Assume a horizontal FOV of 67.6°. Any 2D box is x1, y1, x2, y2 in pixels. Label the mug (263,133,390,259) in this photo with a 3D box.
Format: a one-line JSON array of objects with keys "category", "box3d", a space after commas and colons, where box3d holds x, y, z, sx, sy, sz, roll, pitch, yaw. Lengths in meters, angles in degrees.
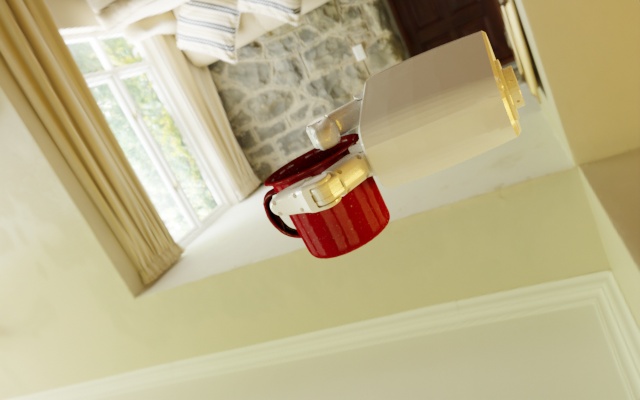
[{"category": "mug", "box3d": [-0.001, 0.002, 0.430, 0.117, 0.081, 0.093, -20, 16, 28]}]
